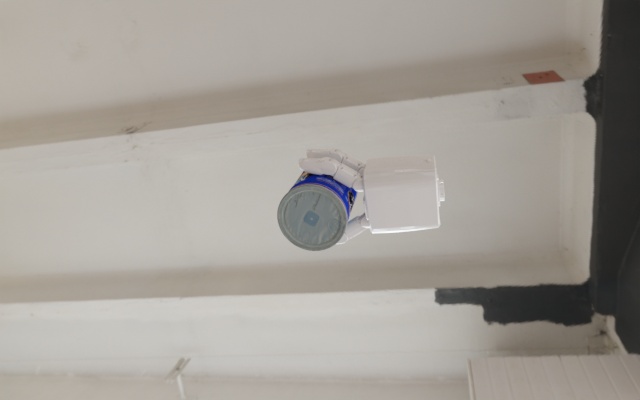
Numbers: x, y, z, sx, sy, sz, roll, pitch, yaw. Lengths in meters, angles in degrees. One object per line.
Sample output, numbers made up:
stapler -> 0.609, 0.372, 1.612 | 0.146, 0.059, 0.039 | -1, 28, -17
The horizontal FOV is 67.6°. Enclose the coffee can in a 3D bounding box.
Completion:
coffee can -> 0.000, 0.003, 0.746 | 0.103, 0.103, 0.140 | 0, 21, 12
